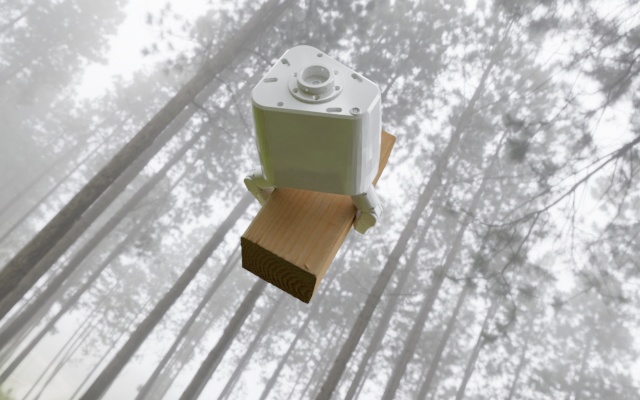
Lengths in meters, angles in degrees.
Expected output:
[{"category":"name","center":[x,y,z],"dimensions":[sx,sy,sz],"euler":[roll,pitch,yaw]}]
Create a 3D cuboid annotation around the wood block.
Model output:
[{"category":"wood block","center":[0.000,0.002,0.560],"dimensions":[0.091,0.206,0.090],"euler":[28,-30,8]}]
